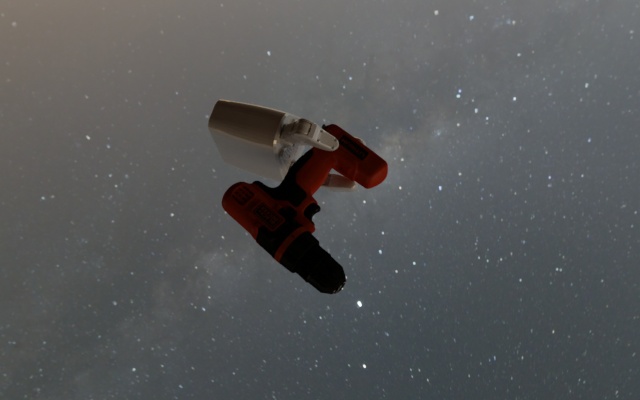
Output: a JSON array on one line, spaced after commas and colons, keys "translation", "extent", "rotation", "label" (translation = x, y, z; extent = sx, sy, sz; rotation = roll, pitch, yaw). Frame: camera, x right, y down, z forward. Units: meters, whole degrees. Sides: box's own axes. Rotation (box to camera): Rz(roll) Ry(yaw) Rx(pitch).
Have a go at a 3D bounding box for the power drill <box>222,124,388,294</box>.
[{"translation": [0.000, 0.002, 0.598], "extent": [0.187, 0.184, 0.057], "rotation": [-43, -15, -26], "label": "power drill"}]
